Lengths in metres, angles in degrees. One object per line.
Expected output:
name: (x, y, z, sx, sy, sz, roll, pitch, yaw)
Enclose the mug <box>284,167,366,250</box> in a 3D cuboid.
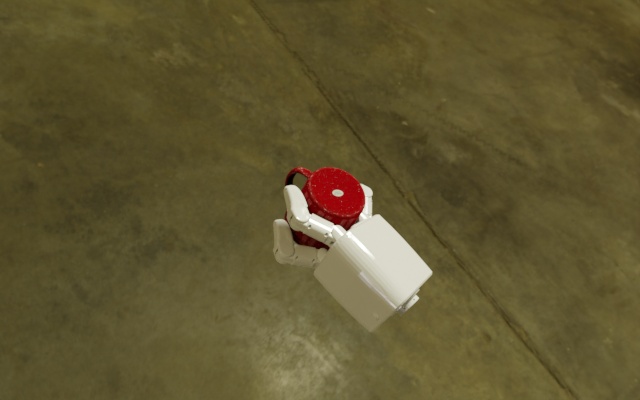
mug: (-0.001, 0.001, 0.633, 0.093, 0.117, 0.081, -34, -17, -39)
